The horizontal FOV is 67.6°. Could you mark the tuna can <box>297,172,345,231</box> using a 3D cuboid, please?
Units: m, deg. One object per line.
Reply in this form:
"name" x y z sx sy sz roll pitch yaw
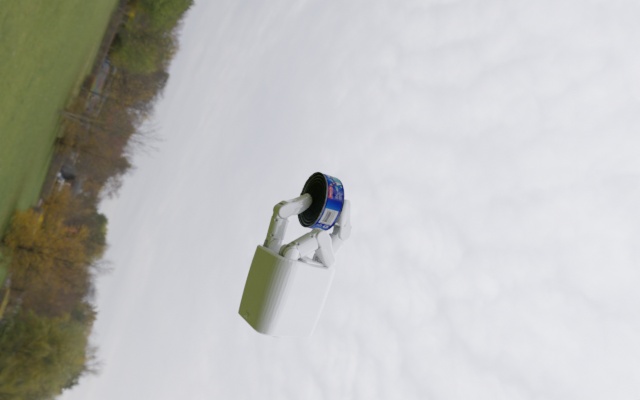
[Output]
"tuna can" 0.001 0.002 0.716 0.034 0.086 0.086 15 -7 -27
